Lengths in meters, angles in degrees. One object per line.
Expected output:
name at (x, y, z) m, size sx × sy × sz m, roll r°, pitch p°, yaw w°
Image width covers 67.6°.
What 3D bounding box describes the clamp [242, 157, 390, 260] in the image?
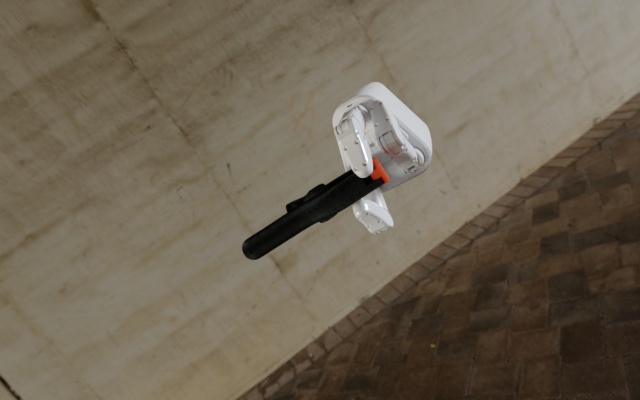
clamp at (0.000, 0.001, 0.521) m, size 0.171 × 0.039 × 0.120 m, roll -28°, pitch 14°, yaw 23°
